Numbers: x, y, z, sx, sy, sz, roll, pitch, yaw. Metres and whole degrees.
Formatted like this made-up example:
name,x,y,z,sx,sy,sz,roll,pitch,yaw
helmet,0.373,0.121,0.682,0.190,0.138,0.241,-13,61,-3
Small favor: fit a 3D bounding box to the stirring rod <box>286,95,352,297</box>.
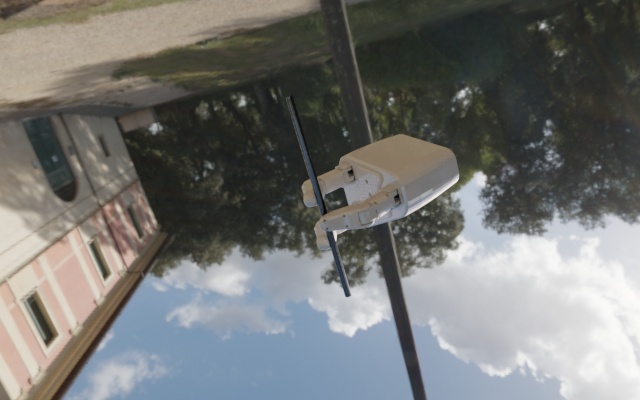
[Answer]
name,x,y,z,sx,sy,sz,roll,pitch,yaw
stirring rod,0.000,0.002,0.533,0.011,0.239,0.011,-15,16,4
